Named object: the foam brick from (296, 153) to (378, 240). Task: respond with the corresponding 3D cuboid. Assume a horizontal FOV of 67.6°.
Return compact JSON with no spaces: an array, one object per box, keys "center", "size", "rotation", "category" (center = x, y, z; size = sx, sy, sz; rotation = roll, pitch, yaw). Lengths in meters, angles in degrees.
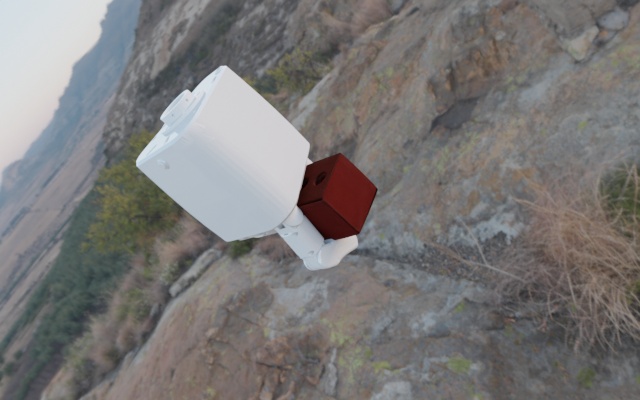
[{"center":[0.000,0.001,0.425],"size":[0.078,0.053,0.051],"rotation":[-17,-51,44],"category":"foam brick"}]
